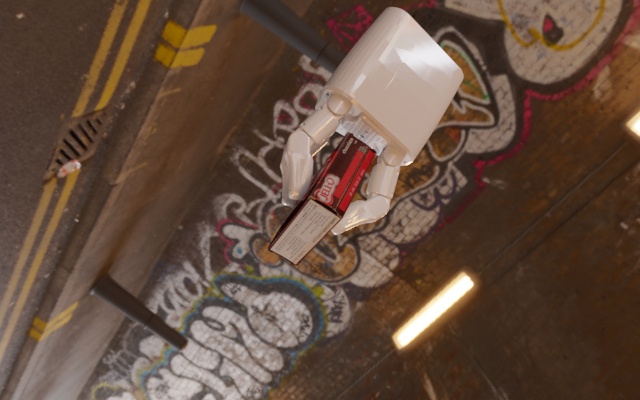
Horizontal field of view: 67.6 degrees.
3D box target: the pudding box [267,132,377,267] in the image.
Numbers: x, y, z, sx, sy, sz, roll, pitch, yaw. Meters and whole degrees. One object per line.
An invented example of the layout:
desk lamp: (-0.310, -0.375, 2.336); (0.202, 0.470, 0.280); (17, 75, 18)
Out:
pudding box: (0.000, 0.002, 0.453); (0.039, 0.090, 0.113); (34, -38, -3)
